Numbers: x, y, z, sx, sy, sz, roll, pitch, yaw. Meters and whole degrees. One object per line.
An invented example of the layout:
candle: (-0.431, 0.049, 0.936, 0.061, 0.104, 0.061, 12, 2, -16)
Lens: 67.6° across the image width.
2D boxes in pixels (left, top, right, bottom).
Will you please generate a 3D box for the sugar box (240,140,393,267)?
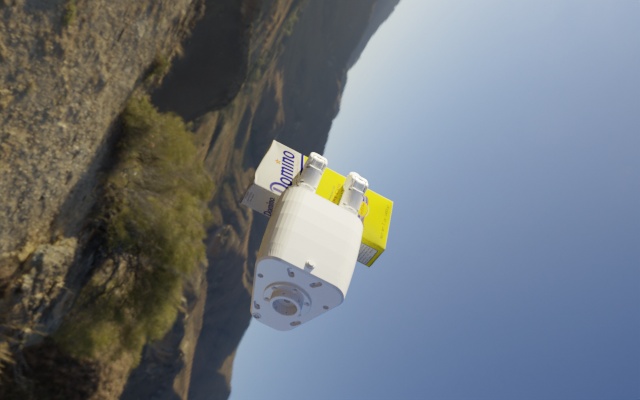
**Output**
sugar box: (0.000, 0.002, 0.590, 0.176, 0.093, 0.048, 28, -49, -9)
